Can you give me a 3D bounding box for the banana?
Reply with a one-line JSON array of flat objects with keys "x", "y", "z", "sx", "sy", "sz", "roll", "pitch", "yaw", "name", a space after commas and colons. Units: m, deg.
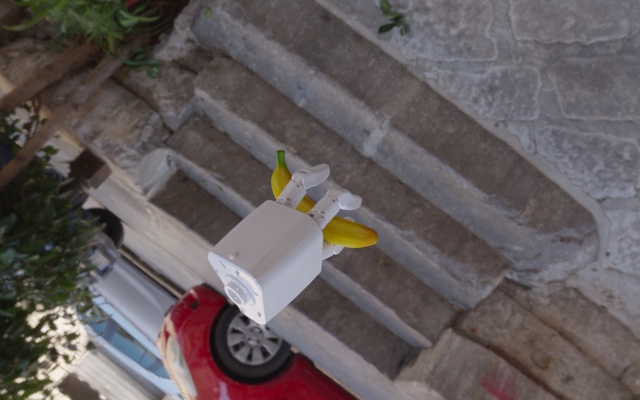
[{"x": -0.007, "y": 0.013, "z": 0.661, "sx": 0.197, "sy": 0.070, "sz": 0.037, "roll": 41, "pitch": 44, "yaw": 21, "name": "banana"}]
